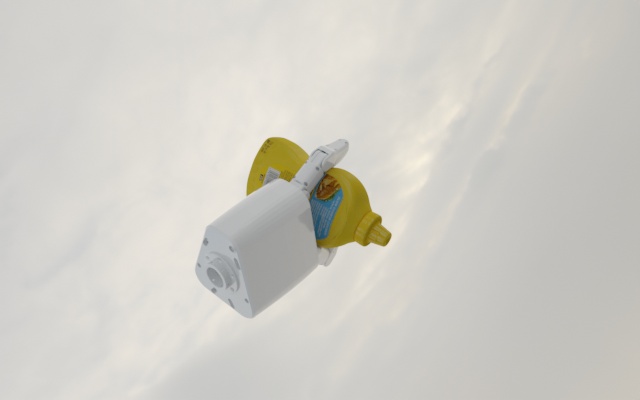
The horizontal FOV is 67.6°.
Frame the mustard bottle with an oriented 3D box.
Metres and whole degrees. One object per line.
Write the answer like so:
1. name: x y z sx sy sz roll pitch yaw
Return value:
1. mustard bottle: 0.000 0.002 0.575 0.191 0.096 0.058 30 19 25
